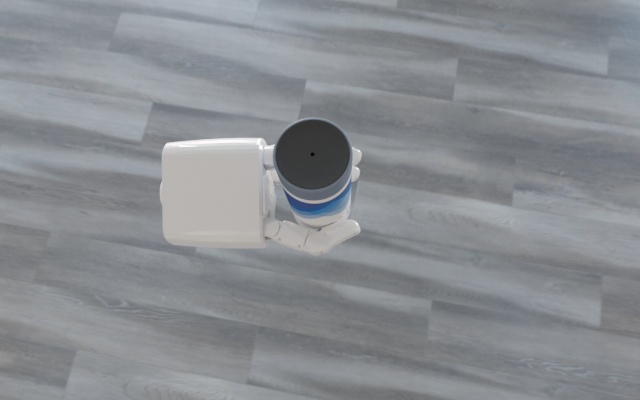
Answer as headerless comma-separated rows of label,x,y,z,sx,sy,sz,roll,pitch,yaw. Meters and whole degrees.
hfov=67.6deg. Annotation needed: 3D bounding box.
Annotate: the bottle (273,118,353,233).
bottle,0.000,0.002,0.534,0.069,0.069,0.296,0,-16,3
